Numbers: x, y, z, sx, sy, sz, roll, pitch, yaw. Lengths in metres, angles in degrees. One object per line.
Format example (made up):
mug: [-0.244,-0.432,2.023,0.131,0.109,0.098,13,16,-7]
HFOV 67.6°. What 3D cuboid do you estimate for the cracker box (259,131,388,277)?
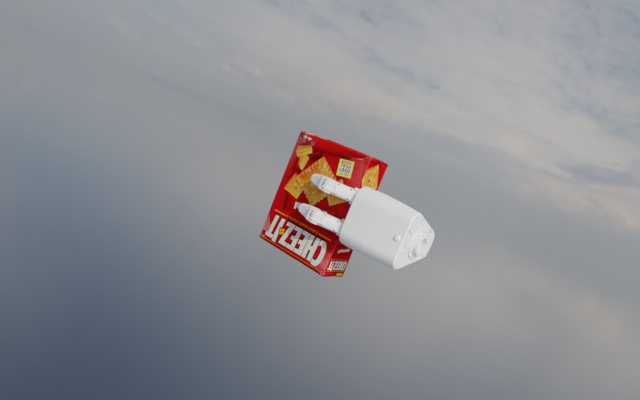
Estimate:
cracker box: [0.000,0.003,0.840,0.164,0.214,0.072,27,8,35]
